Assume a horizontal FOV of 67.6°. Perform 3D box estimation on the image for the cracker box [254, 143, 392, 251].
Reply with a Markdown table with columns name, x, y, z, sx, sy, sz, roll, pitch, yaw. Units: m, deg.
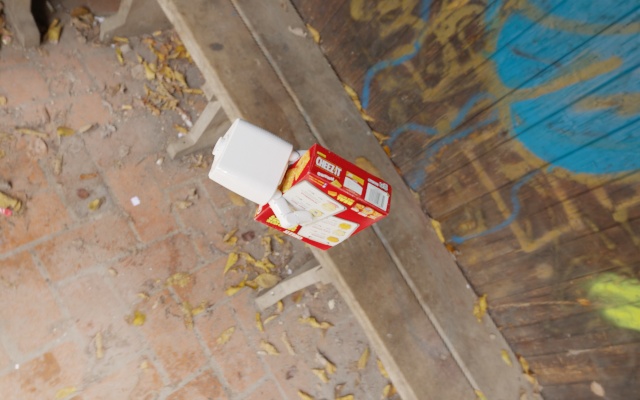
| name | x | y | z | sx | sy | sz | roll | pitch | yaw |
| --- | --- | --- | --- | --- | --- | --- | --- | --- | --- |
| cracker box | 0.000 | 0.003 | 0.869 | 0.164 | 0.072 | 0.214 | 26 | -34 | -20 |
